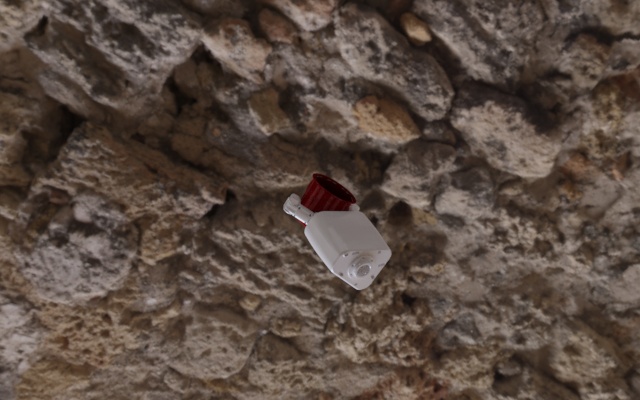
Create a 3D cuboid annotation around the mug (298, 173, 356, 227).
[{"bbox_3d":[-0.001,0.002,0.884,0.093,0.081,0.117,20,22,-37],"label":"mug"}]
